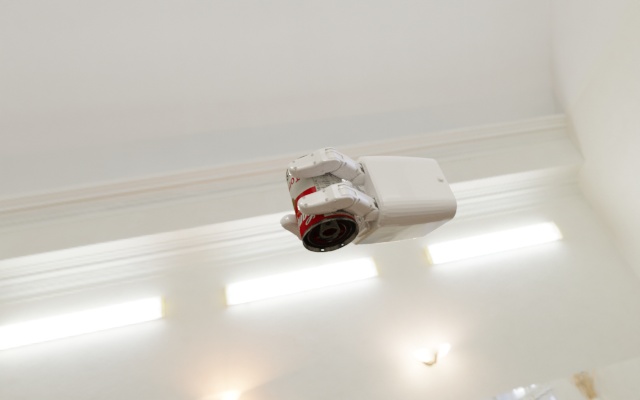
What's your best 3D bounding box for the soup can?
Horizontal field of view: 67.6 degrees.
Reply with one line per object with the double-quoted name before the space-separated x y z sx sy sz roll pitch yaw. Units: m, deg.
"soup can" 0.000 0.002 0.576 0.068 0.102 0.069 -11 -35 -8
